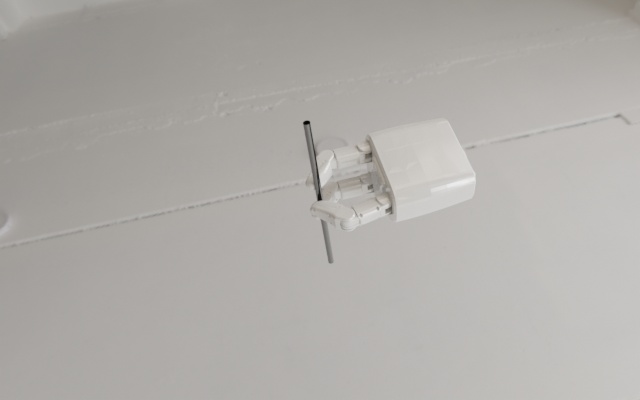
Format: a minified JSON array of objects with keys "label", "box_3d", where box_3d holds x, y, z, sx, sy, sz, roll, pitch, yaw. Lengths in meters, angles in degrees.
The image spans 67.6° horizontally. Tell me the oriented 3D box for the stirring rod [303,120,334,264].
[{"label":"stirring rod","box_3d":[0.000,0.002,0.589,0.011,0.011,0.240,0,-44,10]}]
